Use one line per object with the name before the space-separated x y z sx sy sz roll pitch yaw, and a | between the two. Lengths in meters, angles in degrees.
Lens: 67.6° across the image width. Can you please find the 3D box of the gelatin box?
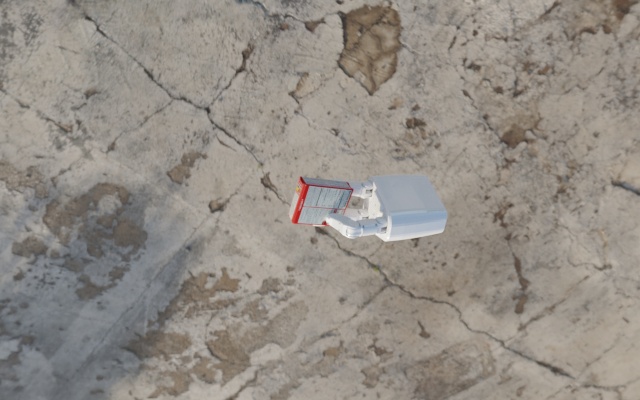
gelatin box | 0.000 0.003 0.768 0.089 0.073 0.030 4 30 -27
